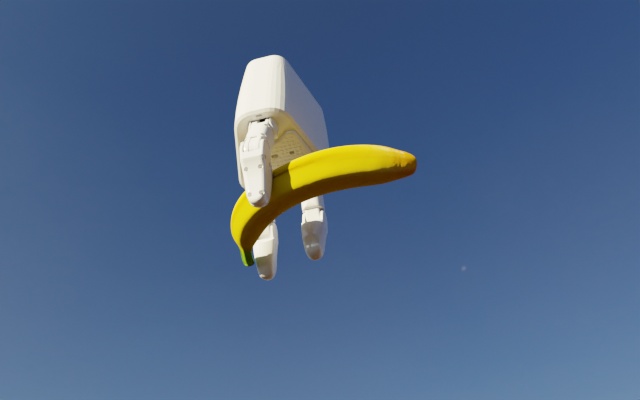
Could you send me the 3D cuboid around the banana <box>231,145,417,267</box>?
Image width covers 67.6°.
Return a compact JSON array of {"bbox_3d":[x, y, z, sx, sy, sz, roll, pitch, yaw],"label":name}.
[{"bbox_3d":[-0.014,-0.007,0.428,0.198,0.037,0.070,-29,-51,23],"label":"banana"}]
